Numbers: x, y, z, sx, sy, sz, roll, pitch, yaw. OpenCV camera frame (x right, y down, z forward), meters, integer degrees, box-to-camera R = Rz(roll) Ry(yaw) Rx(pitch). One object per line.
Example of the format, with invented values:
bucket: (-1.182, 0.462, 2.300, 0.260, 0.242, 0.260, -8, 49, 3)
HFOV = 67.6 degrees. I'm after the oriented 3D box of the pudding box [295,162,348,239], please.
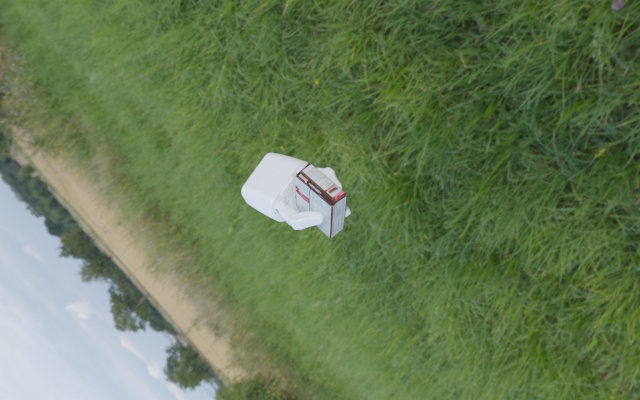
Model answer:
pudding box: (0.000, 0.003, 0.812, 0.090, 0.039, 0.114, 40, -23, 21)
